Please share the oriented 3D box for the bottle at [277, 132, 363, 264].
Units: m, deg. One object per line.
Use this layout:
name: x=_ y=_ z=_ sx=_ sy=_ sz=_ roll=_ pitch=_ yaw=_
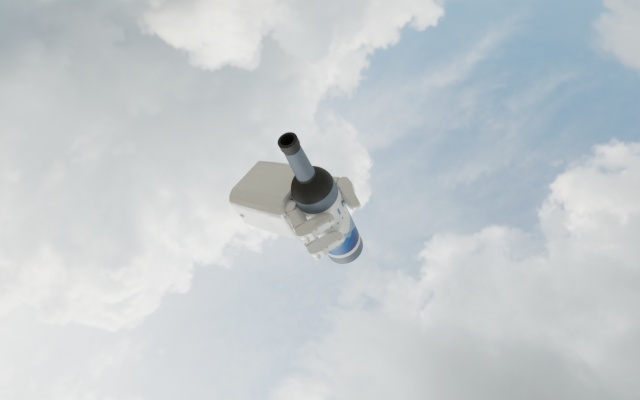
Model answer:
bottle: x=0.000 y=0.003 z=0.728 sx=0.069 sy=0.069 sz=0.296 roll=0 pitch=-33 yaw=20
